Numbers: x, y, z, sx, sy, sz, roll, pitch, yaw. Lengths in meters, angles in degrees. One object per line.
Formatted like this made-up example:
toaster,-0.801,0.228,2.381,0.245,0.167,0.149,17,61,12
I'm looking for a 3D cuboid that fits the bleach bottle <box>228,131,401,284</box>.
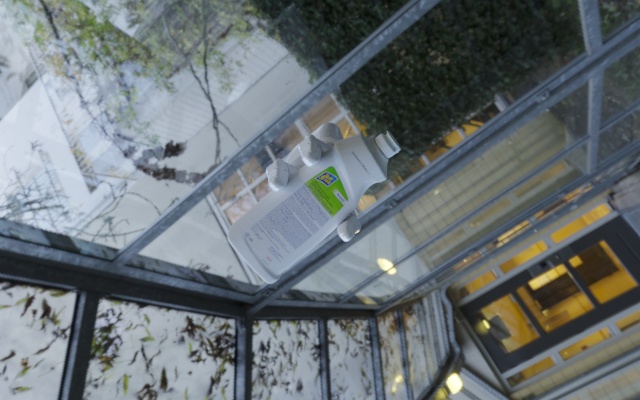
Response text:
bleach bottle,0.000,0.002,0.629,0.251,0.102,0.068,-36,15,17
